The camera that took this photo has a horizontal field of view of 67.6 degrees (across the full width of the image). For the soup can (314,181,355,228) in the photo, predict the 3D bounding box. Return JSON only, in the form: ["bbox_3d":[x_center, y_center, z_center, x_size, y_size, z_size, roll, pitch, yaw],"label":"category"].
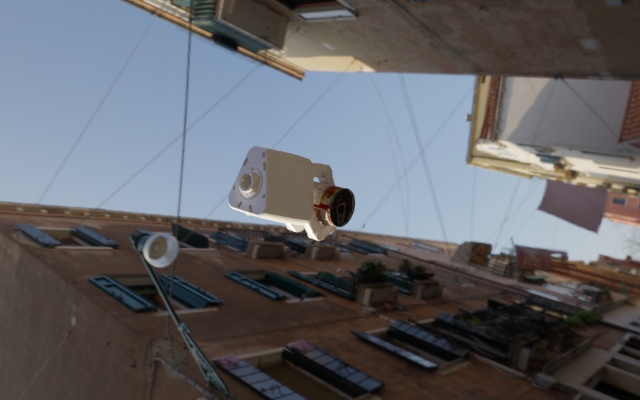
[{"bbox_3d":[0.000,0.003,0.834,0.102,0.068,0.068,15,9,39],"label":"soup can"}]
